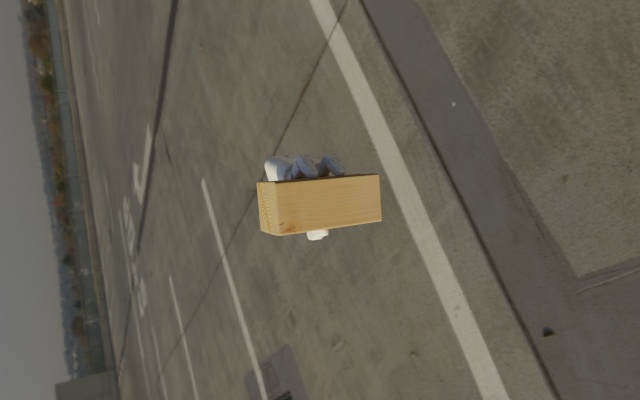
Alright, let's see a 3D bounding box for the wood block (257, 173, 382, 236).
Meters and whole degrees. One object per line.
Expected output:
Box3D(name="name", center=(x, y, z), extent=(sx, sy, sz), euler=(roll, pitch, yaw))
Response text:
Box3D(name="wood block", center=(0.000, 0.003, 0.865), extent=(0.206, 0.091, 0.090), euler=(-7, 5, -28))
